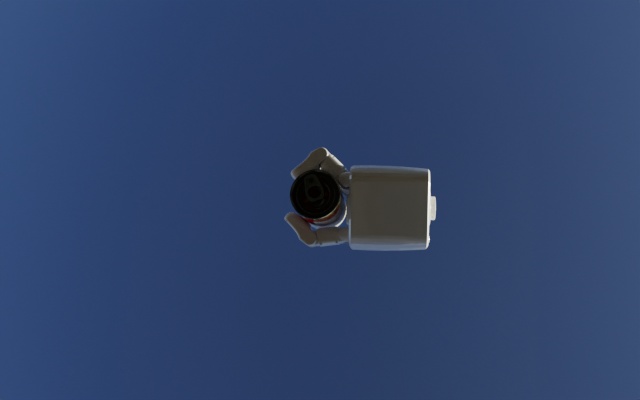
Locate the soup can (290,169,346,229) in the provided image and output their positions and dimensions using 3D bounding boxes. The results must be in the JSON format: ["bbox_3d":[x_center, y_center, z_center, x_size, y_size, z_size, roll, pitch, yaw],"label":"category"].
[{"bbox_3d":[0.000,0.002,0.675,0.068,0.068,0.102,0,-13,8],"label":"soup can"}]
